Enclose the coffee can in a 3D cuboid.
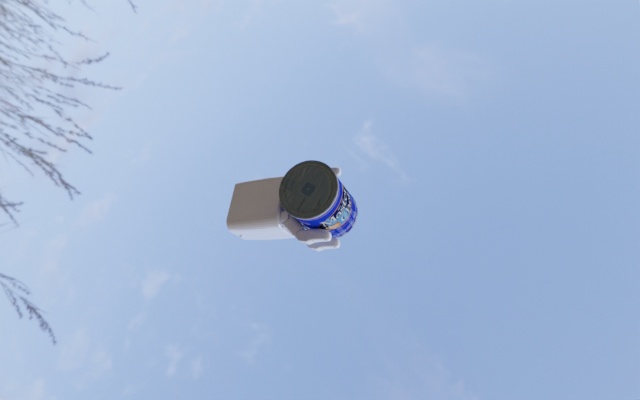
[{"bbox_3d":[0.000,0.003,0.842,0.103,0.102,0.140,0,-18,19],"label":"coffee can"}]
